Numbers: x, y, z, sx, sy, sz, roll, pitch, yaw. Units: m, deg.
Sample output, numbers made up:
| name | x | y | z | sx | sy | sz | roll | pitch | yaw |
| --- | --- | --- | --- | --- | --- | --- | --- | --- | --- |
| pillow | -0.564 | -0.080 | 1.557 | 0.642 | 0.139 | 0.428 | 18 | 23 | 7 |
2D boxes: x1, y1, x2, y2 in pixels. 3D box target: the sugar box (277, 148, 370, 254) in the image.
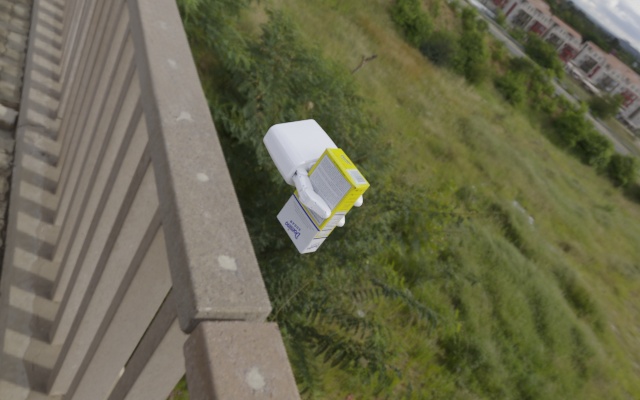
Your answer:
| name | x | y | z | sx | sy | sz | roll | pitch | yaw |
| --- | --- | --- | --- | --- | --- | --- | --- | --- | --- |
| sugar box | 0.000 | 0.003 | 0.843 | 0.048 | 0.093 | 0.176 | -5 | -39 | -46 |
